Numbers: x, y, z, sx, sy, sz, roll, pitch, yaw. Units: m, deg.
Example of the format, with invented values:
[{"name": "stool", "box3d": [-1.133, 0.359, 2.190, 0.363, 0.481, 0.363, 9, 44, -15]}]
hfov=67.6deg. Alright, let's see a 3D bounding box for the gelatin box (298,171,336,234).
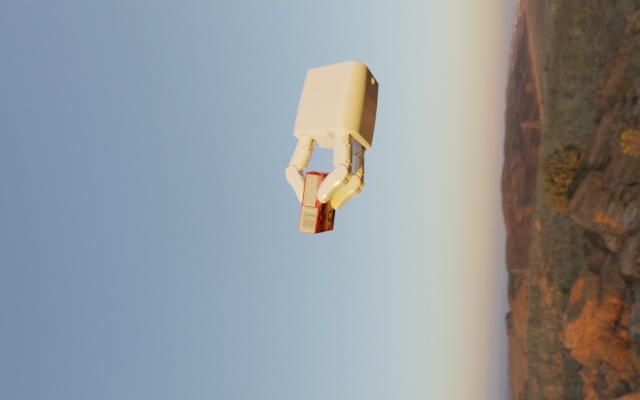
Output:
[{"name": "gelatin box", "box3d": [0.000, 0.003, 0.707, 0.030, 0.089, 0.073, 9, 5, 22]}]
